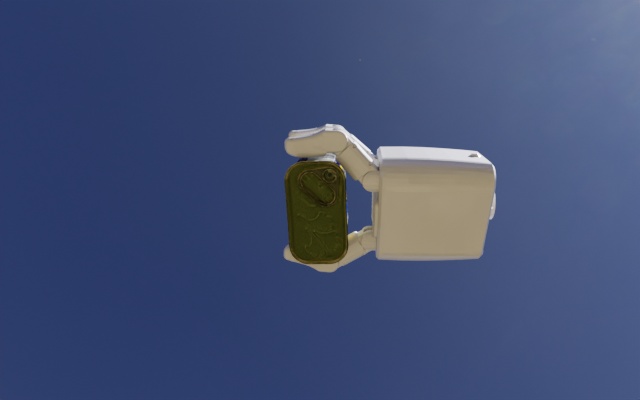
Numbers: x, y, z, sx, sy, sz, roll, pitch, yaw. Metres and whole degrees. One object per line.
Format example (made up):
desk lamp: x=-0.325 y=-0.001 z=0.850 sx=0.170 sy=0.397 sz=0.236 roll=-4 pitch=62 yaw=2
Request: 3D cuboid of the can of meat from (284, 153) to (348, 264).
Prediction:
can of meat: x=0.000 y=0.002 z=0.487 sx=0.057 sy=0.102 sz=0.084 roll=-2 pitch=16 yaw=6
